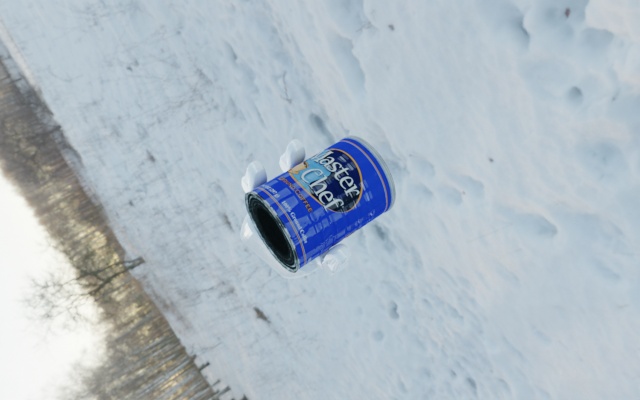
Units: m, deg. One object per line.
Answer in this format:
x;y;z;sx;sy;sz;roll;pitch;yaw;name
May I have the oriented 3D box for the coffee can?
0.000;0.002;0.546;0.140;0.103;0.103;-31;13;-22;coffee can
